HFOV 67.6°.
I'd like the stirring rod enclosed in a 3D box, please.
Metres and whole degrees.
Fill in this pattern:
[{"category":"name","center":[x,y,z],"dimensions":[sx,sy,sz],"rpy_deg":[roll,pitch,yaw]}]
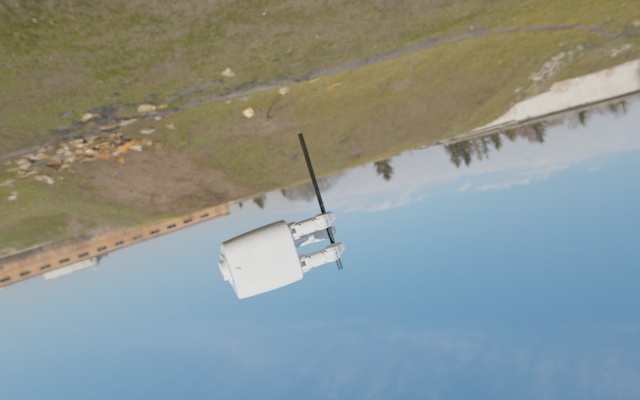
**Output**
[{"category":"stirring rod","center":[0.000,0.003,0.810],"dimensions":[0.011,0.239,0.011],"rpy_deg":[-17,4,1]}]
